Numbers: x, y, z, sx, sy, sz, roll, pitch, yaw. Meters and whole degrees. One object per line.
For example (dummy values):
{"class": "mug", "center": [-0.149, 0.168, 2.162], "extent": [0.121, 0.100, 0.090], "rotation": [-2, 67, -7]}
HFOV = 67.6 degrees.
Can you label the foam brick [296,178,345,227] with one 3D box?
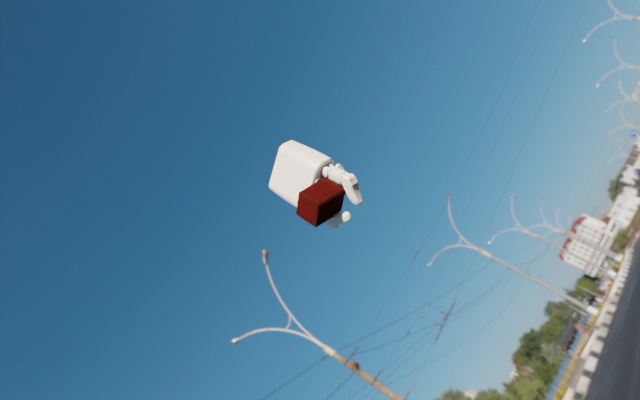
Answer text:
{"class": "foam brick", "center": [0.000, 0.003, 0.881], "extent": [0.051, 0.053, 0.078], "rotation": [32, 42, 27]}
